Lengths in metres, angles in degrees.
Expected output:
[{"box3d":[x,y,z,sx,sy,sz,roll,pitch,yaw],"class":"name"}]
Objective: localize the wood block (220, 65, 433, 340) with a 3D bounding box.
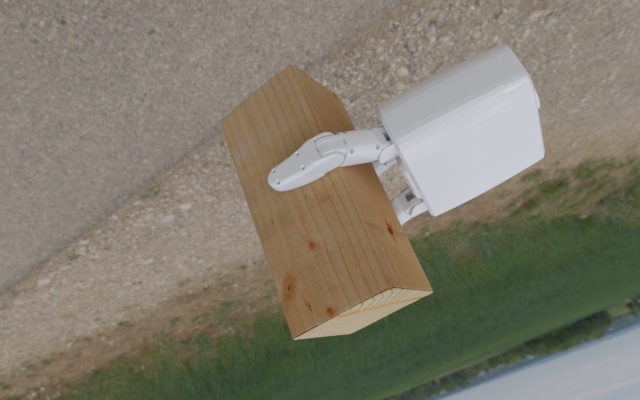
[{"box3d":[0.000,0.001,0.410,0.090,0.206,0.091,-33,-26,22],"class":"wood block"}]
